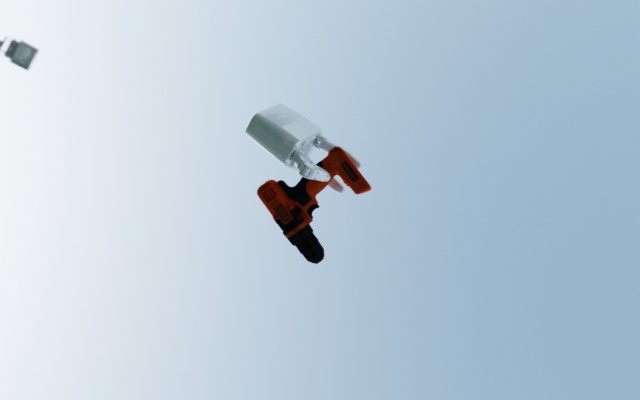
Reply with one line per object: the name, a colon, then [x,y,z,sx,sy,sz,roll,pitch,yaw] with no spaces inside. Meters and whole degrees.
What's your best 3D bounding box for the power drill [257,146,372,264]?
power drill: [0.000,0.002,0.898,0.187,0.184,0.057,-36,5,4]
